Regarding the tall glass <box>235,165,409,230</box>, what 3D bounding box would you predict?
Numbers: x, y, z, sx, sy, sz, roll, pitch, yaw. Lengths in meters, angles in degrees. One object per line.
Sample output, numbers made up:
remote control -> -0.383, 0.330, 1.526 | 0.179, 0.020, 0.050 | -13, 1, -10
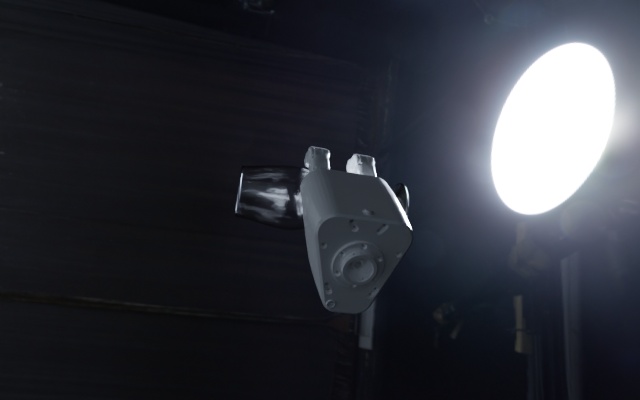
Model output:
tall glass -> 0.001, 0.002, 0.584 | 0.201, 0.079, 0.079 | 8, -2, -11
